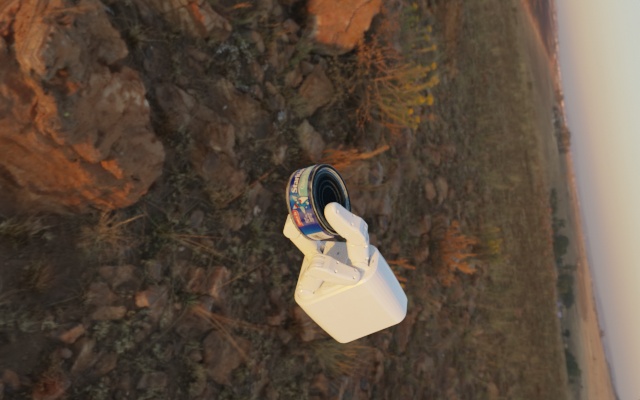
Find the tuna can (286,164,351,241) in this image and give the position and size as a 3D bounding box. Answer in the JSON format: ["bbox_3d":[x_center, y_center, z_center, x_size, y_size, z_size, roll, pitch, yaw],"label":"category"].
[{"bbox_3d":[0.001,0.002,0.547,0.034,0.086,0.086,-14,-8,32],"label":"tuna can"}]
